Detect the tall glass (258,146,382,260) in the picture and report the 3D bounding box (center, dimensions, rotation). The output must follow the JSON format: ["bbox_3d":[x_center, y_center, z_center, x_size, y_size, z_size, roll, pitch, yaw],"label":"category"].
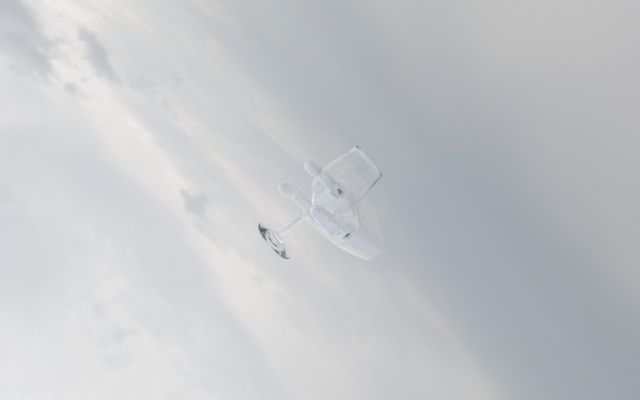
[{"bbox_3d":[0.000,0.003,0.747,0.201,0.079,0.079,-40,-10,11],"label":"tall glass"}]
